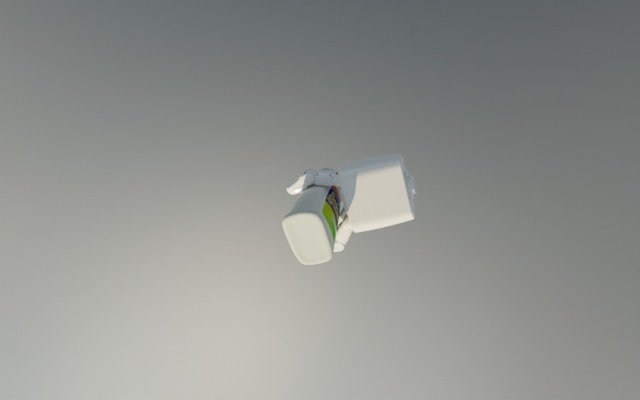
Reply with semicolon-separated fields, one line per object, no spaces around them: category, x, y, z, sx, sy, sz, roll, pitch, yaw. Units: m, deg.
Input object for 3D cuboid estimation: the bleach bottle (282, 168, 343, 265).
bleach bottle;0.000;0.003;0.852;0.068;0.103;0.250;-12;26;16
